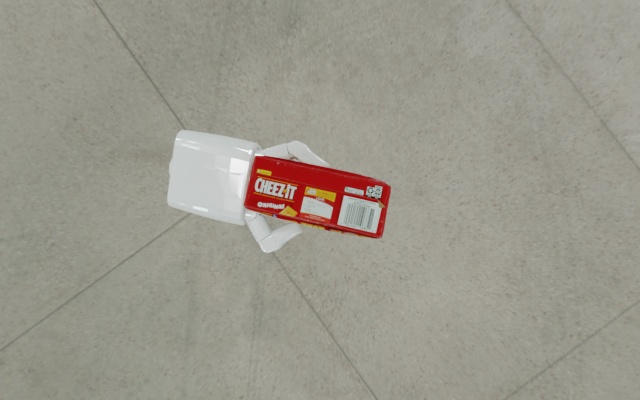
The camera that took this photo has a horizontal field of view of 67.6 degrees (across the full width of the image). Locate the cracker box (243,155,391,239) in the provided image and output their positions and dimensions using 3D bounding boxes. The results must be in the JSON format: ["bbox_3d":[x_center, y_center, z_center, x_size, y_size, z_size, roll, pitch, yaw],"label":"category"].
[{"bbox_3d":[0.000,0.002,0.644,0.164,0.072,0.214,12,-4,3],"label":"cracker box"}]
